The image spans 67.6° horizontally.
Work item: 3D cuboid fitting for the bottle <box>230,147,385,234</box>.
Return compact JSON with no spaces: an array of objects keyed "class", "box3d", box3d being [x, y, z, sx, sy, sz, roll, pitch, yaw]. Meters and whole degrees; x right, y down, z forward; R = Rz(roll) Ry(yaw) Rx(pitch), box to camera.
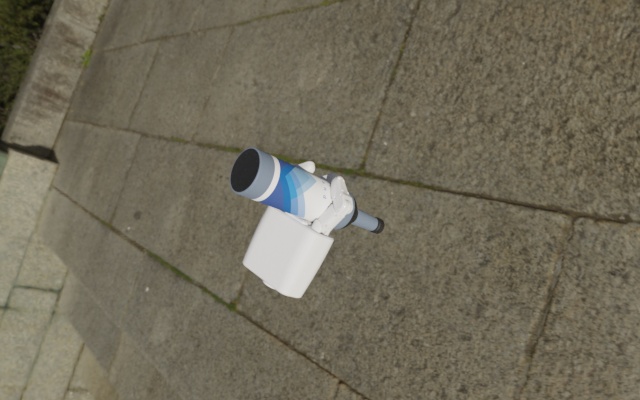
[{"class":"bottle","box3d":[0.000,0.002,0.734,0.069,0.069,0.296,0,-17,46]}]
